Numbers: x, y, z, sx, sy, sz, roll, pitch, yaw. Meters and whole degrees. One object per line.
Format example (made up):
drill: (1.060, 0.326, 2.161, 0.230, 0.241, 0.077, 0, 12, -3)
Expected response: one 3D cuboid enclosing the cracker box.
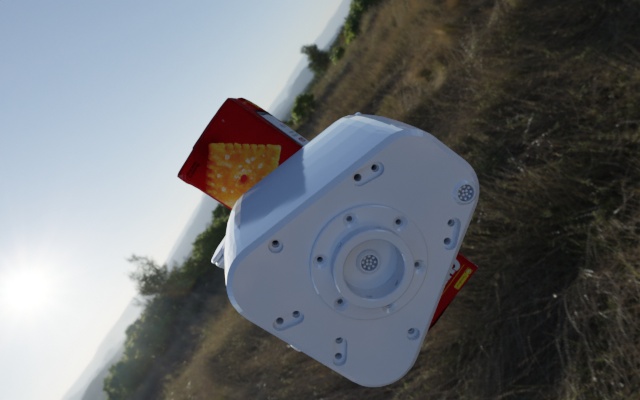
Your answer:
cracker box: (0.000, 0.001, 0.401, 0.214, 0.072, 0.164, 34, 6, -13)
